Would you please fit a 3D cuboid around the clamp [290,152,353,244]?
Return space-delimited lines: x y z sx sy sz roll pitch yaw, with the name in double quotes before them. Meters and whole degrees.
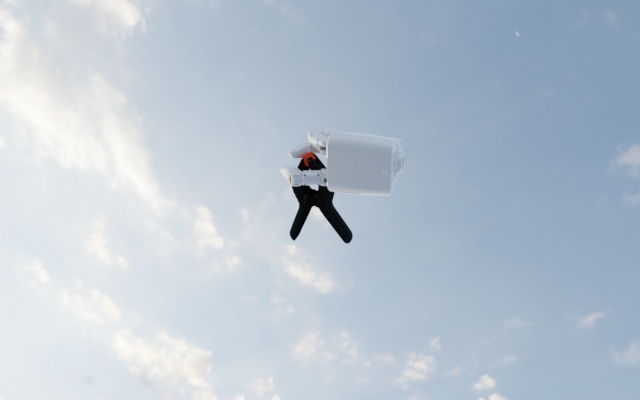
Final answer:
"clamp" 0.000 0.002 0.834 0.120 0.171 0.039 7 27 15
